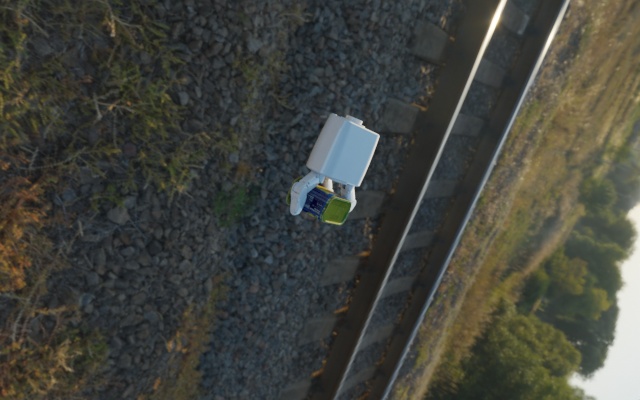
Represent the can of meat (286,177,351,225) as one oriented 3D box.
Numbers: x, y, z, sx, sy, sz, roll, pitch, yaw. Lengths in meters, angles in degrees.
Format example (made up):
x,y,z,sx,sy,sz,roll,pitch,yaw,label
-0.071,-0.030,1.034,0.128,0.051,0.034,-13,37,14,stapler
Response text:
x,y,z,sx,sy,sz,roll,pitch,yaw,label
0.000,0.003,0.887,0.084,0.057,0.102,28,7,28,can of meat
